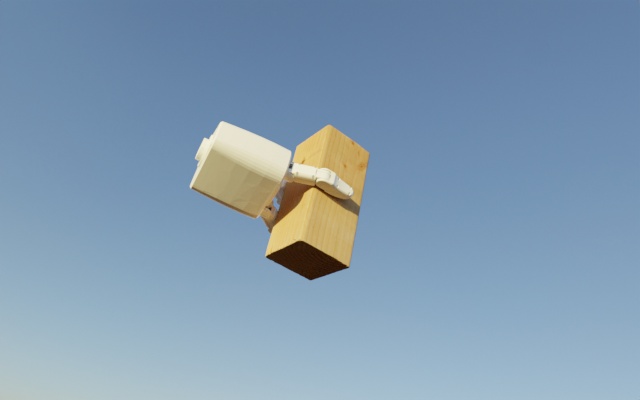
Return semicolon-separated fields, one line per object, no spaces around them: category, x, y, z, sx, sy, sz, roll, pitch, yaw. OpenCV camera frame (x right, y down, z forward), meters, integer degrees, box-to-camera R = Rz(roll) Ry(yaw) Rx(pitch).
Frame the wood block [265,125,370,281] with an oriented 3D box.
wood block;0.000;0.002;0.719;0.090;0.206;0.091;32;-37;-27
